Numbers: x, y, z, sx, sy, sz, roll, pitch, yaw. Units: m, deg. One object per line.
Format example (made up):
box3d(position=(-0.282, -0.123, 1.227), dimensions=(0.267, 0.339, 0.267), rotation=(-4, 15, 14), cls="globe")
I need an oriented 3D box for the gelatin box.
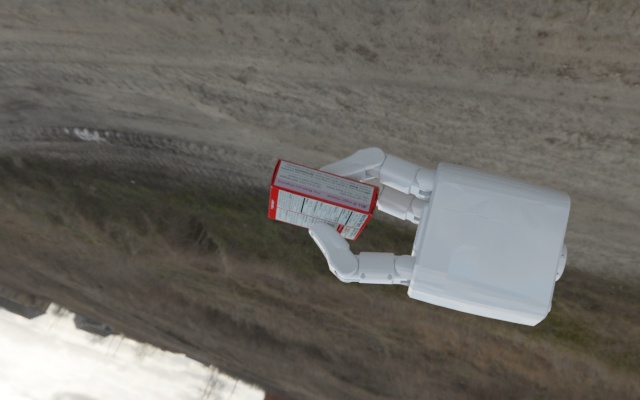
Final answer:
box3d(position=(0.000, 0.002, 0.421), dimensions=(0.089, 0.030, 0.073), rotation=(15, -23, -1), cls="gelatin box")
